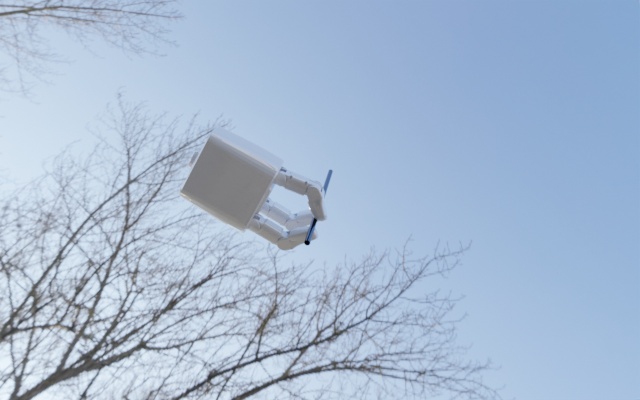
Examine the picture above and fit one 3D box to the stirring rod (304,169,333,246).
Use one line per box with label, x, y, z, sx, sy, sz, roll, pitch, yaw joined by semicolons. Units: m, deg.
stirring rod;0.000;0.002;0.733;0.011;0.011;0.239;0;26;9
